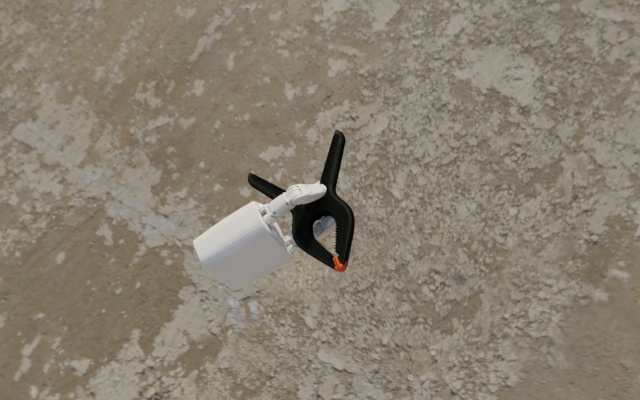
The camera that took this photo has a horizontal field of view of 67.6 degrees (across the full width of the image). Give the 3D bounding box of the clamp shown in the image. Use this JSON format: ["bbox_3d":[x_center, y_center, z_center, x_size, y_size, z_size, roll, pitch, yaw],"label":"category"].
[{"bbox_3d":[0.000,0.003,0.702,0.164,0.210,0.036,-32,-24,5],"label":"clamp"}]
